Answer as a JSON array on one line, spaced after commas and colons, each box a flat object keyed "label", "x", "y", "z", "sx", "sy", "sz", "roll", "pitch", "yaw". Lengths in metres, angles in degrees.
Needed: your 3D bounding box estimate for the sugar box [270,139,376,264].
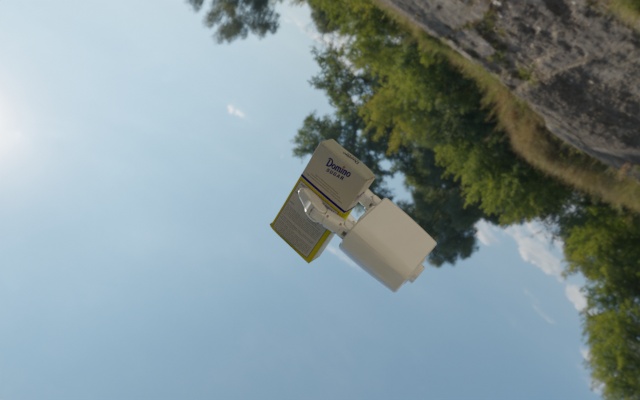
[{"label": "sugar box", "x": 0.000, "y": 0.002, "z": 0.738, "sx": 0.093, "sy": 0.176, "sz": 0.048, "roll": 42, "pitch": 27, "yaw": 14}]
